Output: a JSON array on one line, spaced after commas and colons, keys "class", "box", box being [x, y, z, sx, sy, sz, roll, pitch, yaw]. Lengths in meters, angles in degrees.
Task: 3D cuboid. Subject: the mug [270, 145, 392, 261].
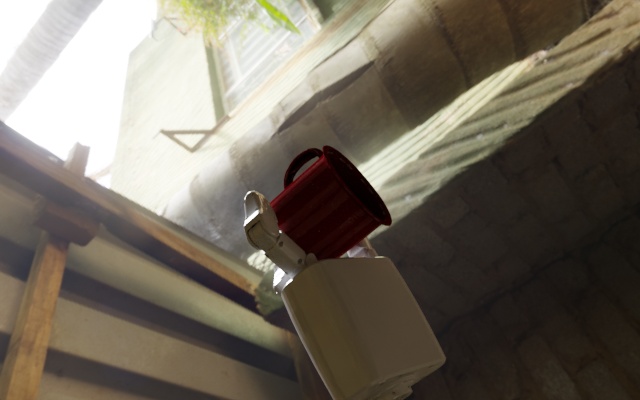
[{"class": "mug", "box": [-0.001, 0.000, 0.447, 0.081, 0.117, 0.093, -40, -32, 16]}]
